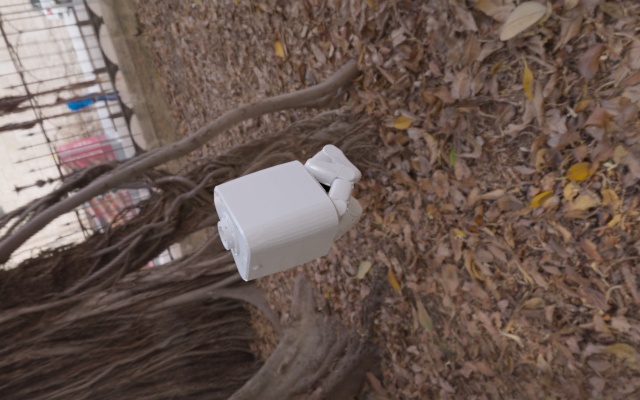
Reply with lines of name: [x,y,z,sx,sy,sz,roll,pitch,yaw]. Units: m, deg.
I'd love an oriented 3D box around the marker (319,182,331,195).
marker: [0.000,0.002,0.629,0.020,0.020,0.121,0,-34,-12]
